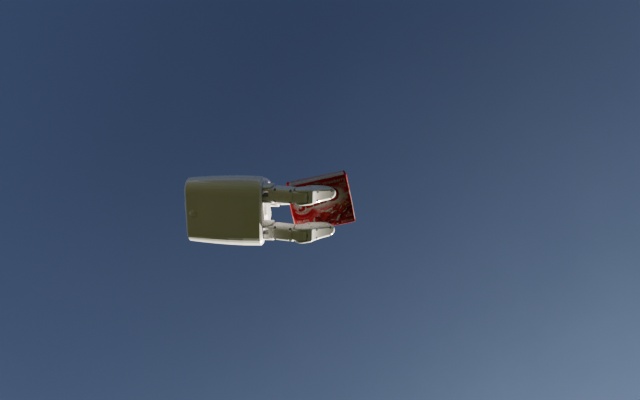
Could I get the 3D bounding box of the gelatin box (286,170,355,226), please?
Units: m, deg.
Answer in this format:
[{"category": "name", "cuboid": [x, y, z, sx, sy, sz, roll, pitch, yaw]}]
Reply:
[{"category": "gelatin box", "cuboid": [0.000, 0.002, 0.692, 0.089, 0.073, 0.030, -12, 17, 1]}]
